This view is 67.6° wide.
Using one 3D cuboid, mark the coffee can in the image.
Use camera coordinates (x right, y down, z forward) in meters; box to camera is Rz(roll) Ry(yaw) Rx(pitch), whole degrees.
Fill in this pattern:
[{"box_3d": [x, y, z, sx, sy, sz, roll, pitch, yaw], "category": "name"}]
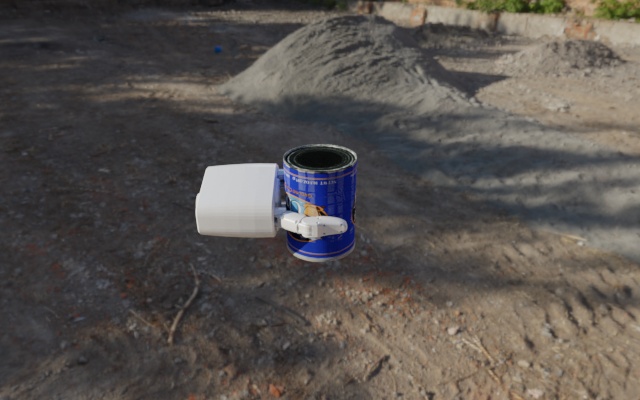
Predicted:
[{"box_3d": [0.000, 0.002, 0.685, 0.103, 0.140, 0.102, 0, 27, 0], "category": "coffee can"}]
